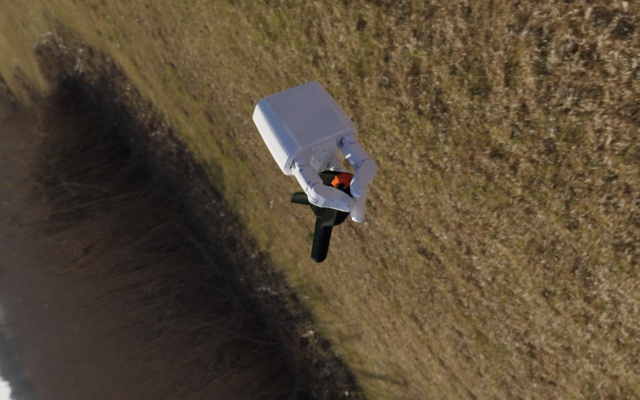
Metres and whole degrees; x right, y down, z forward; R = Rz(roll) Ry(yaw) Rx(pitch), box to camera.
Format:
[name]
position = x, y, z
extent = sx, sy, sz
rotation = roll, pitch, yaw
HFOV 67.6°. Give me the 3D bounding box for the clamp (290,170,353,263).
[clamp]
position = 0.000, 0.002, 0.703
extent = 0.039, 0.120, 0.172
rotation = -14, -30, -33
